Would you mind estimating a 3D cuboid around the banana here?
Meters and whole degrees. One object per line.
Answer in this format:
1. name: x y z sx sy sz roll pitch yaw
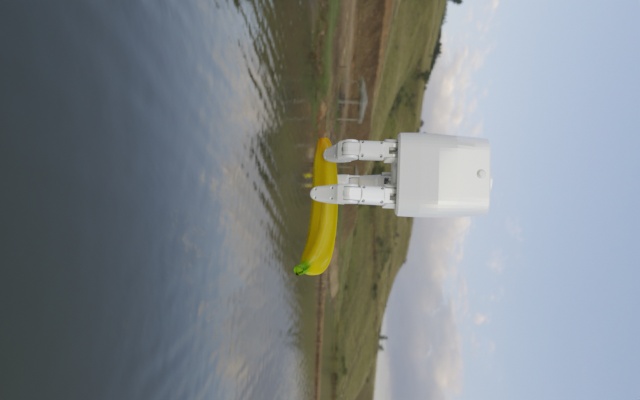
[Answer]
1. banana: 0.002 0.015 0.606 0.037 0.197 0.070 2 -31 9
